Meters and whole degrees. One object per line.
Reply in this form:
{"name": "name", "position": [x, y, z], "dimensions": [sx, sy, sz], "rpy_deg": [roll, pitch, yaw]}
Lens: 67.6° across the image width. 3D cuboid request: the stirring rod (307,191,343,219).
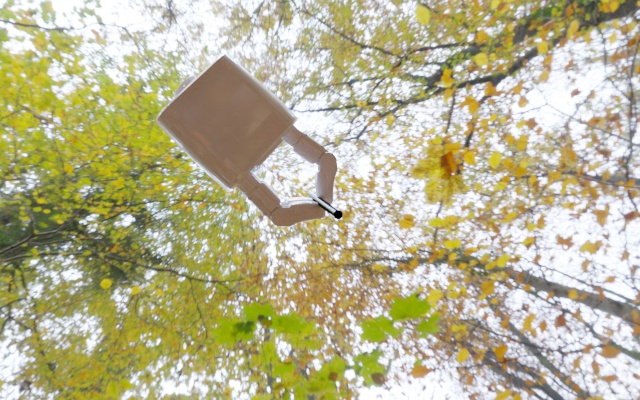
{"name": "stirring rod", "position": [0.000, 0.002, 0.519], "dimensions": [0.011, 0.011, 0.239], "rpy_deg": [0, 5, -7]}
